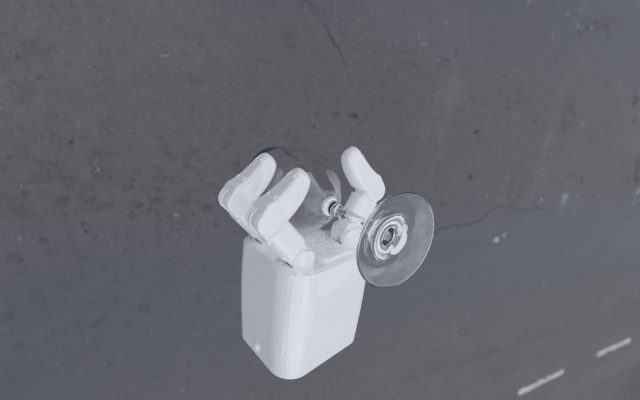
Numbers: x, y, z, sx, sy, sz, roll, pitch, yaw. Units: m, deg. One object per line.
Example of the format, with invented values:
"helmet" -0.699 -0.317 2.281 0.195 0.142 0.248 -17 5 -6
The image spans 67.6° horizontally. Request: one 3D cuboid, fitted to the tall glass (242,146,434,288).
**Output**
"tall glass" 0.001 0.001 0.421 0.079 0.079 0.201 0 17 -36
